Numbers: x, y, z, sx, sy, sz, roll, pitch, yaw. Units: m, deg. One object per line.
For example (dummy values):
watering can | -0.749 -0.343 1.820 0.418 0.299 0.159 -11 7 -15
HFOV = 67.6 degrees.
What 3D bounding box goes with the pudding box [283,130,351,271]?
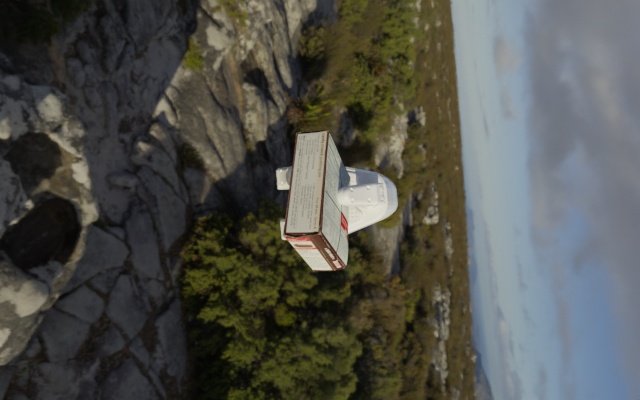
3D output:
pudding box | 0.000 0.002 0.468 0.039 0.113 0.090 -6 -30 17
